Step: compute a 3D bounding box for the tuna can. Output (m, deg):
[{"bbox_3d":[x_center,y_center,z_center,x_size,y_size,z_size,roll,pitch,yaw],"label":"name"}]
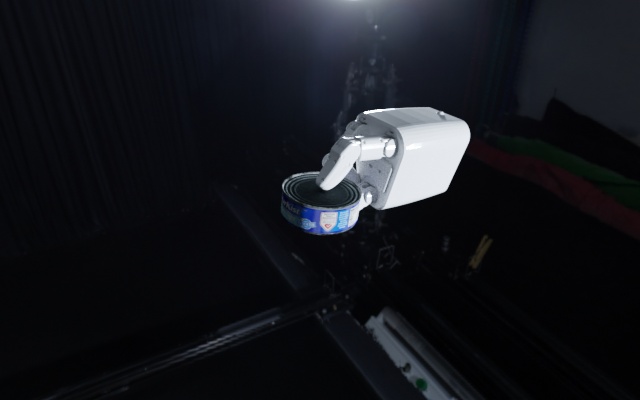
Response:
[{"bbox_3d":[0.000,0.002,0.516,0.086,0.034,0.086,5,28,-3],"label":"tuna can"}]
